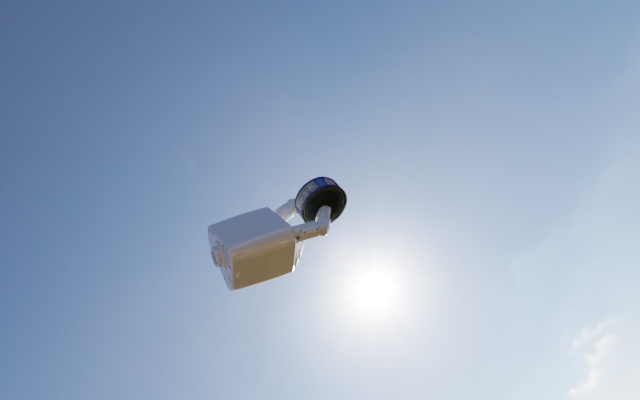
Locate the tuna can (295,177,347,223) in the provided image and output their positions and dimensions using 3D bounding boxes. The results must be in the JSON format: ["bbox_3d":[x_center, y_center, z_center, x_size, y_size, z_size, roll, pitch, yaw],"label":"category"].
[{"bbox_3d":[0.000,0.002,0.813,0.086,0.086,0.033,0,34,-34],"label":"tuna can"}]
